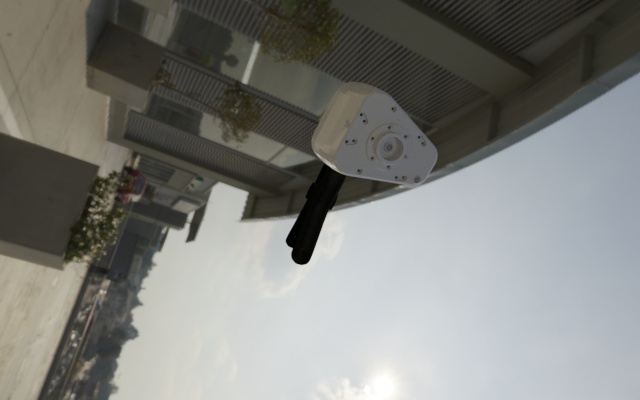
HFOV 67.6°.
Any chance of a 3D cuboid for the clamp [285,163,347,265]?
[{"bbox_3d":[0.001,0.002,0.605,0.039,0.171,0.120,22,11,-15],"label":"clamp"}]
